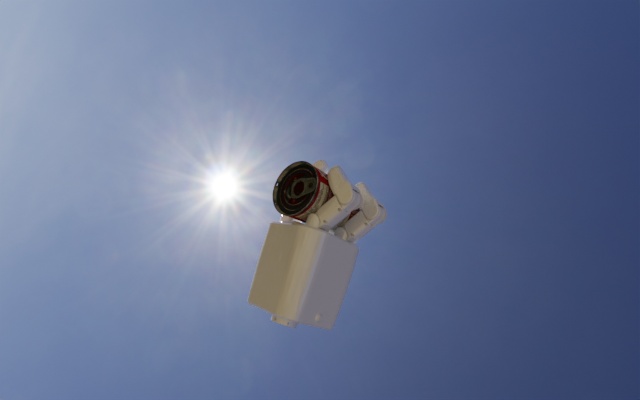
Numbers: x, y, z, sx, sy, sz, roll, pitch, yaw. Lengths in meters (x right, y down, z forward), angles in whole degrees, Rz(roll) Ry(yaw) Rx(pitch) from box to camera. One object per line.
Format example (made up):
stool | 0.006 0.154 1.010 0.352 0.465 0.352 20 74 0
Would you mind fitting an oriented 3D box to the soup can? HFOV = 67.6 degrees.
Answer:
soup can | 0.000 0.002 0.589 0.068 0.068 0.102 0 -19 40
